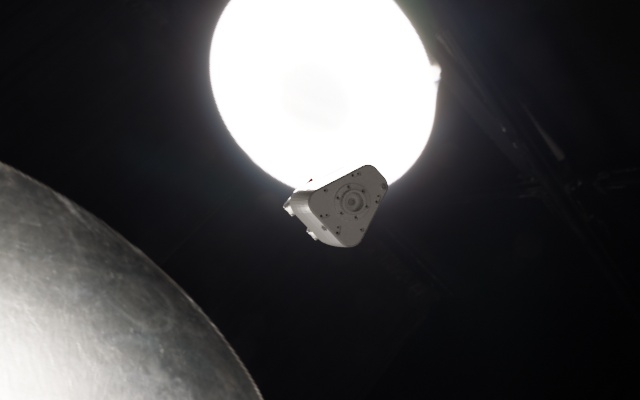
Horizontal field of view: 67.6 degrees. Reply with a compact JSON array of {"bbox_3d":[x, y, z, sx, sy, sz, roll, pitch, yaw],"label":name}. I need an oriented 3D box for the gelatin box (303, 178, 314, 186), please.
[{"bbox_3d":[0.000,0.002,0.798,0.073,0.030,0.089,45,-6,3],"label":"gelatin box"}]
